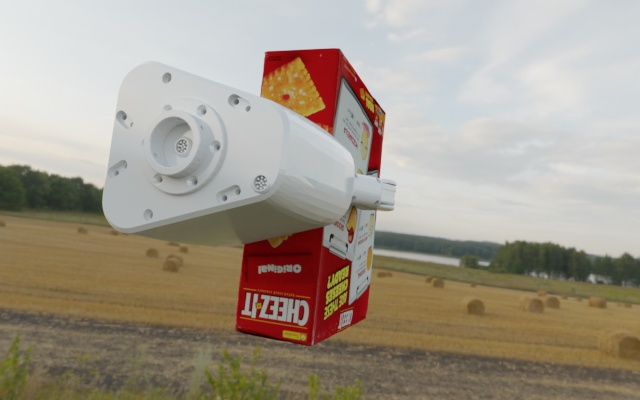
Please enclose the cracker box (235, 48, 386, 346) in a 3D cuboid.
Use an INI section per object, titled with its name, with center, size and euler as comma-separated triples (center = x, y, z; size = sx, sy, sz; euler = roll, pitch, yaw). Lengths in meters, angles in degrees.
[cracker box]
center = 0.000, 0.001, 0.419
size = 0.072, 0.213, 0.164
euler = 5, -5, 20
